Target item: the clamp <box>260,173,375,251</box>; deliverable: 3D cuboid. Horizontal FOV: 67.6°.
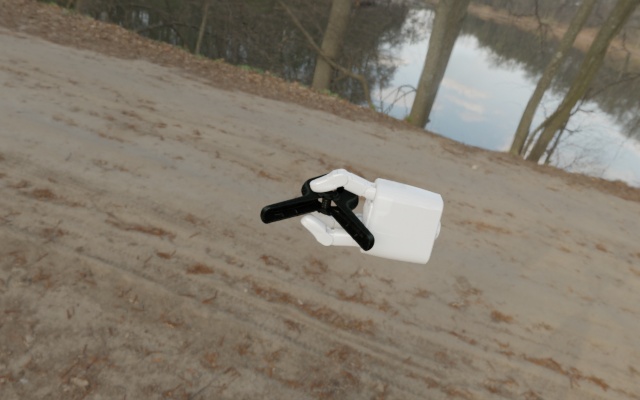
[{"bbox_3d":[0.001,0.002,0.743,0.164,0.036,0.210,13,26,-3],"label":"clamp"}]
